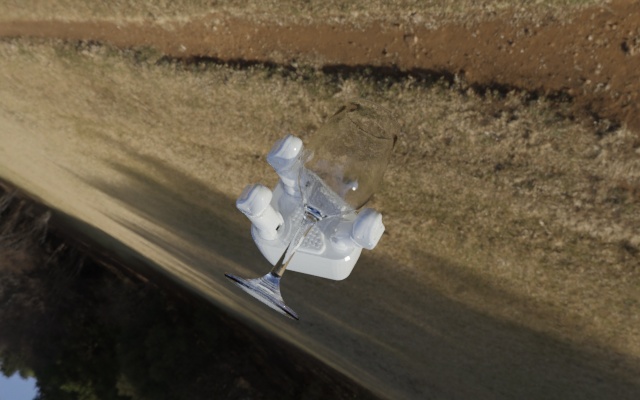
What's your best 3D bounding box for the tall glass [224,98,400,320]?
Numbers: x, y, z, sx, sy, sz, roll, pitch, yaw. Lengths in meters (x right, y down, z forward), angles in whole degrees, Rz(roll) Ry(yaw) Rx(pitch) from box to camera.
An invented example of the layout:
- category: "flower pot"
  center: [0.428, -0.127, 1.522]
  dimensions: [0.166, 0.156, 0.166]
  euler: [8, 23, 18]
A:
- category: "tall glass"
  center: [0.000, 0.002, 0.433]
  dimensions: [0.079, 0.201, 0.079]
  euler: [29, -18, 10]
